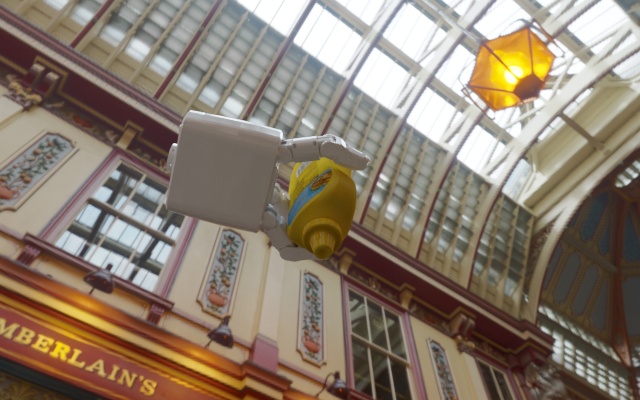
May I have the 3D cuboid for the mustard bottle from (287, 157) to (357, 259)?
[{"bbox_3d":[0.000,0.002,0.548,0.058,0.096,0.191,36,24,-20],"label":"mustard bottle"}]
